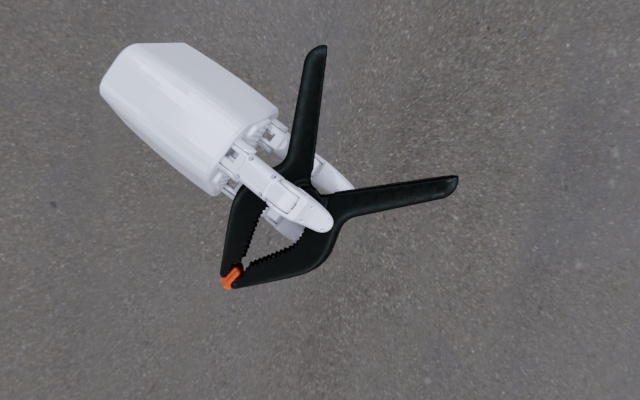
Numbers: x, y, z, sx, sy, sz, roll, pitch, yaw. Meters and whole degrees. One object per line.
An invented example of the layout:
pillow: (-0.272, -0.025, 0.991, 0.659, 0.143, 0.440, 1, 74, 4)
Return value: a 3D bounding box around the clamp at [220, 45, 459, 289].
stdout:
clamp: (0.000, 0.002, 0.401, 0.164, 0.210, 0.036, 38, 5, -1)
